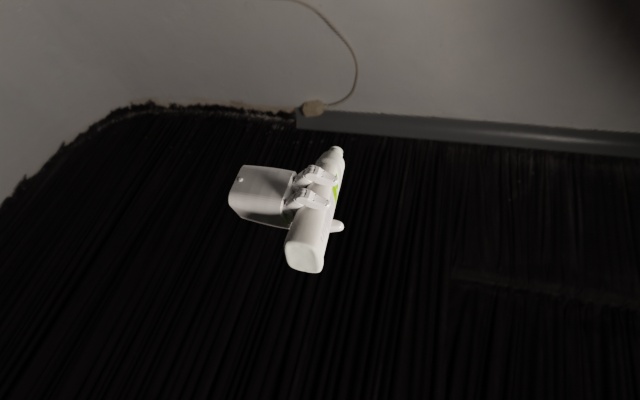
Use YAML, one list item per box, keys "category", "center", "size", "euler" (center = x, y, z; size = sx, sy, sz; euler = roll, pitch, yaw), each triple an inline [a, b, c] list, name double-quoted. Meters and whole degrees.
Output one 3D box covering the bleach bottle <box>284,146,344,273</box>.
- category: "bleach bottle"
  center: [0.000, 0.003, 0.899]
  size: [0.068, 0.250, 0.103]
  euler: [10, -36, 12]
